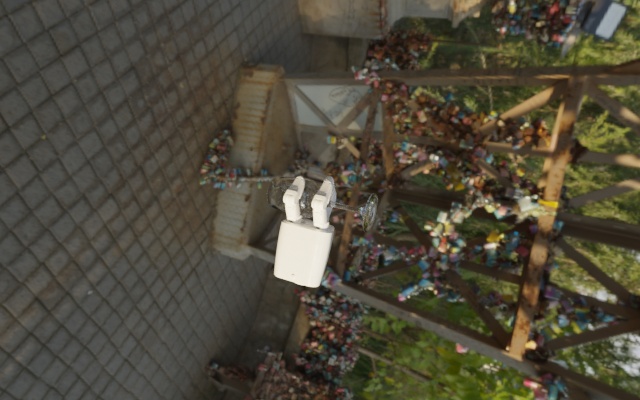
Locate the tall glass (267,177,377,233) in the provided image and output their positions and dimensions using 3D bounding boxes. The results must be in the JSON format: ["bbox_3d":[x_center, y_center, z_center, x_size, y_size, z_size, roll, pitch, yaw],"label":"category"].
[{"bbox_3d":[0.001,0.003,0.900,0.201,0.079,0.079,13,5,21],"label":"tall glass"}]
